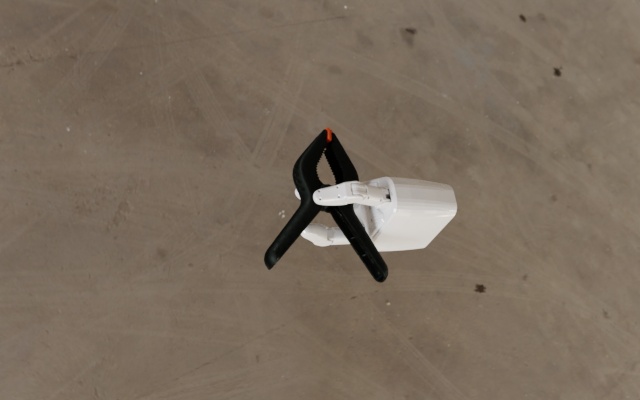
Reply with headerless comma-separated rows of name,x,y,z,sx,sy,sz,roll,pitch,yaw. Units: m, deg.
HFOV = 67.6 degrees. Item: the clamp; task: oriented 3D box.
clamp,0.001,0.001,0.607,0.164,0.210,0.036,4,-24,-29
